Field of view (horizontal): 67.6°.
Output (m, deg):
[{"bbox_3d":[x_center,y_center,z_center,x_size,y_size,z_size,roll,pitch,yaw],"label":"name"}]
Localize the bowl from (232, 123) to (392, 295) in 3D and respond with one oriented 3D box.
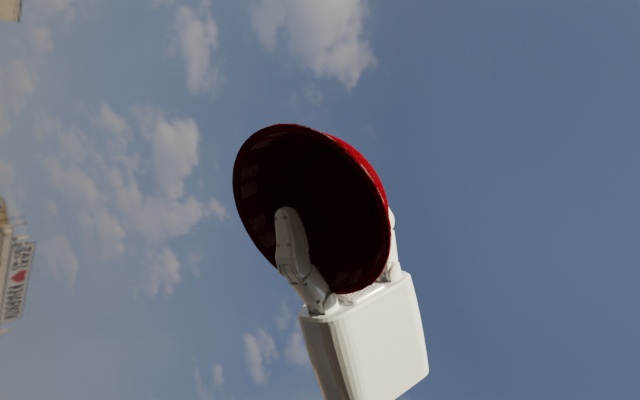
[{"bbox_3d":[0.000,0.000,0.422,0.162,0.162,0.055,0,26,37],"label":"bowl"}]
